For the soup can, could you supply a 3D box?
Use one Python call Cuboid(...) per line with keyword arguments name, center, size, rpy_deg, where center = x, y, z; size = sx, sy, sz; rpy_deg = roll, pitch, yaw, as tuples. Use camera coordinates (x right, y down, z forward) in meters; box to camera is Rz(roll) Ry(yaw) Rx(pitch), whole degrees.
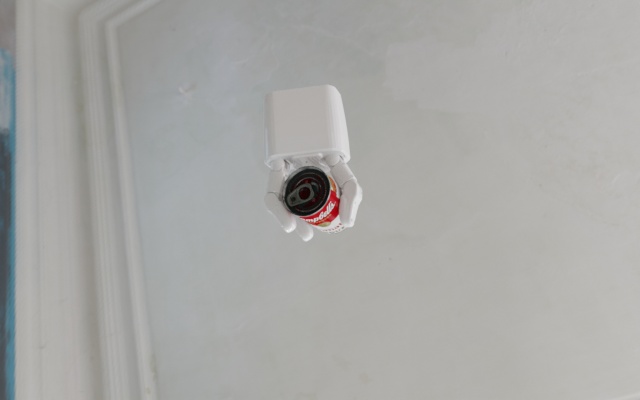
Cuboid(name="soup can", center=(0.000, 0.003, 0.649), size=(0.068, 0.068, 0.102), rpy_deg=(0, -17, 23))
